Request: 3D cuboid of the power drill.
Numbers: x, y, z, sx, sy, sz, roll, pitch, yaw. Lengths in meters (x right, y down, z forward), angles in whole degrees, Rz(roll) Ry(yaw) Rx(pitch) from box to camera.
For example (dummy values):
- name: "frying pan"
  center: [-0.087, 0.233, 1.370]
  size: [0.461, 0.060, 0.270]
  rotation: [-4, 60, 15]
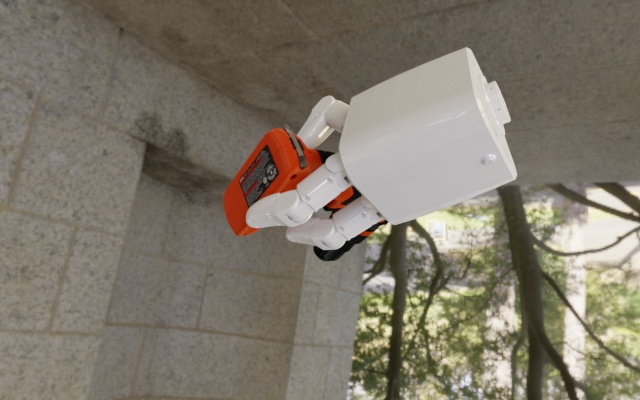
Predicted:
- name: "power drill"
  center: [0.000, 0.001, 0.488]
  size: [0.187, 0.057, 0.184]
  rotation: [5, -44, -43]
